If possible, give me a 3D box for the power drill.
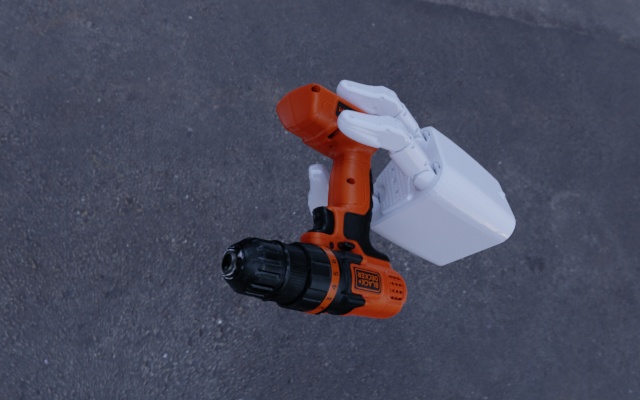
[{"bbox_3d":[0.000,0.001,0.401,0.057,0.187,0.184,-18,-27,39],"label":"power drill"}]
